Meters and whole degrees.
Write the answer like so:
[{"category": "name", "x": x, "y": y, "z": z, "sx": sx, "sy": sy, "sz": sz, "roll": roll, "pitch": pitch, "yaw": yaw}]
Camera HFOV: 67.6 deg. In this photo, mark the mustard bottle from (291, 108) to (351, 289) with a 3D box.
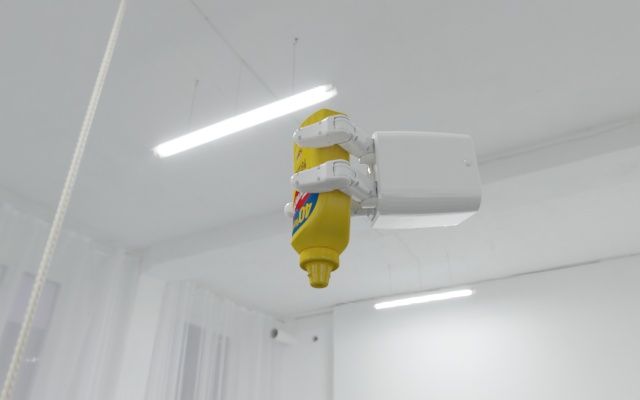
[{"category": "mustard bottle", "x": 0.000, "y": 0.001, "z": 0.518, "sx": 0.058, "sy": 0.191, "sz": 0.096, "roll": 13, "pitch": -32, "yaw": -21}]
